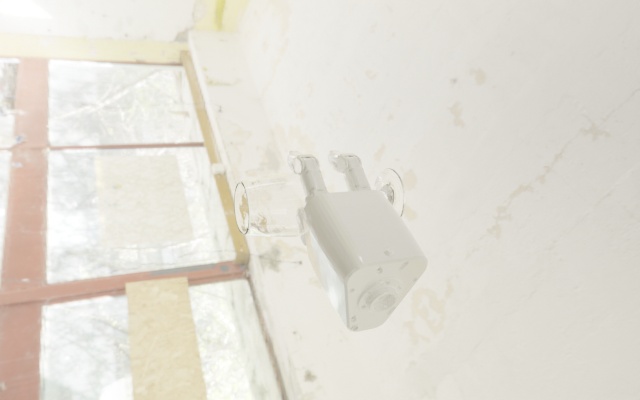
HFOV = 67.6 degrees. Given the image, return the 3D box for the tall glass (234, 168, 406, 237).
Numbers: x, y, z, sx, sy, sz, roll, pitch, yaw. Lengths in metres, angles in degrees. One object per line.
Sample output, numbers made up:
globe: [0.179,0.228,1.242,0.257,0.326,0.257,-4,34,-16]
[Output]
tall glass: [0.001,0.002,0.584,0.201,0.079,0.079,-4,2,-24]
